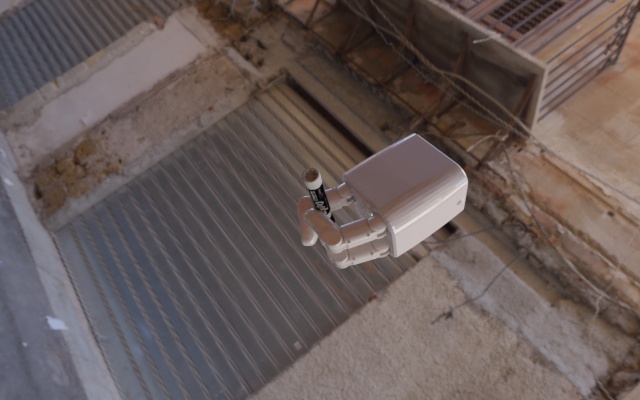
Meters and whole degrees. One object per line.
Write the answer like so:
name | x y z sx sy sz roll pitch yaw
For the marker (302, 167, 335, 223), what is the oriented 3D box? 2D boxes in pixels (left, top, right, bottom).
marker | 0.000 0.002 0.538 0.020 0.020 0.121 0 -28 11
